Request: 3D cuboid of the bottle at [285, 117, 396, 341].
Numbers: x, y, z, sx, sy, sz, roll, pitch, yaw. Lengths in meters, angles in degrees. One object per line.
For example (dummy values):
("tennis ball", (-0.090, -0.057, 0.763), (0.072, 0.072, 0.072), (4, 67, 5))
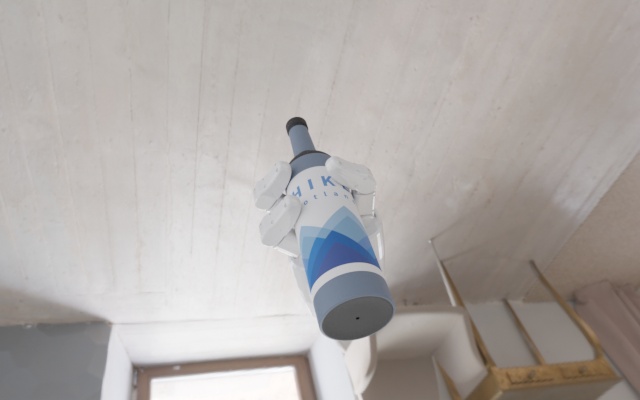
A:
("bottle", (0.000, 0.002, 0.503), (0.069, 0.069, 0.295), (0, 41, -16))
